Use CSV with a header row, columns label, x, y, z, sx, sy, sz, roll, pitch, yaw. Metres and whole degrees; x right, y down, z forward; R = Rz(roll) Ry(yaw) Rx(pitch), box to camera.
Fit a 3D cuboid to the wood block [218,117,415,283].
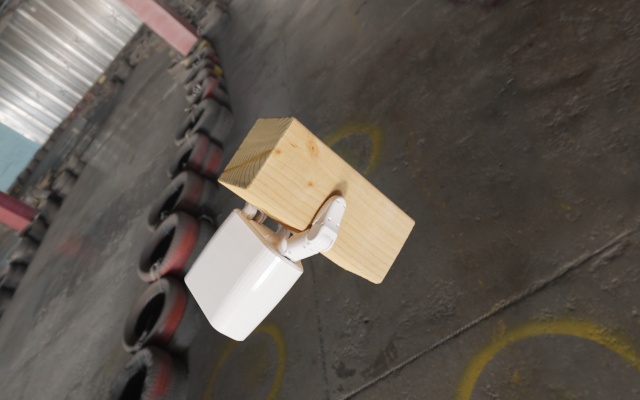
label,x,y,z,sx,sy,sz,roll,pitch,yaw
wood block,0.000,0.002,0.554,0.206,0.090,0.091,38,-11,-30
